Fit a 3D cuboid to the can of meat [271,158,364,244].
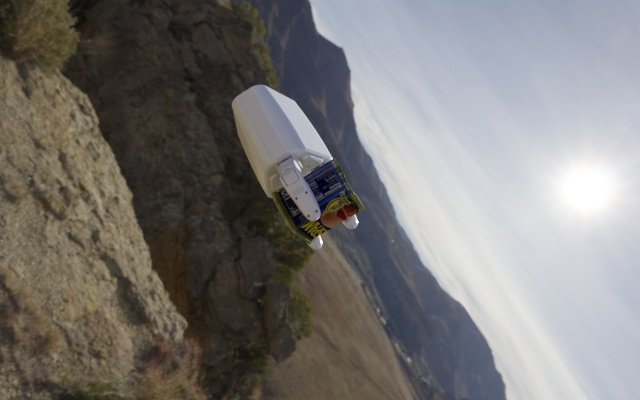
[{"bbox_3d":[0.000,0.002,0.577,0.084,0.057,0.102,-31,-20,4],"label":"can of meat"}]
